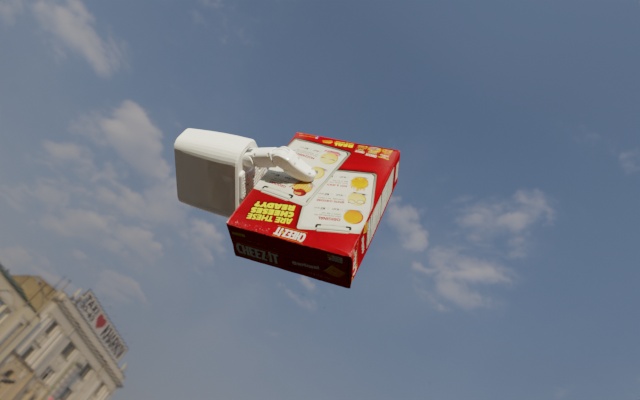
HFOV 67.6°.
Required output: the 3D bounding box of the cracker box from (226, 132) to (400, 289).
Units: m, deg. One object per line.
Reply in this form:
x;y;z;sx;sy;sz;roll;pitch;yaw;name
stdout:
0.000;0.002;0.649;0.164;0.072;0.213;13;45;18;cracker box
